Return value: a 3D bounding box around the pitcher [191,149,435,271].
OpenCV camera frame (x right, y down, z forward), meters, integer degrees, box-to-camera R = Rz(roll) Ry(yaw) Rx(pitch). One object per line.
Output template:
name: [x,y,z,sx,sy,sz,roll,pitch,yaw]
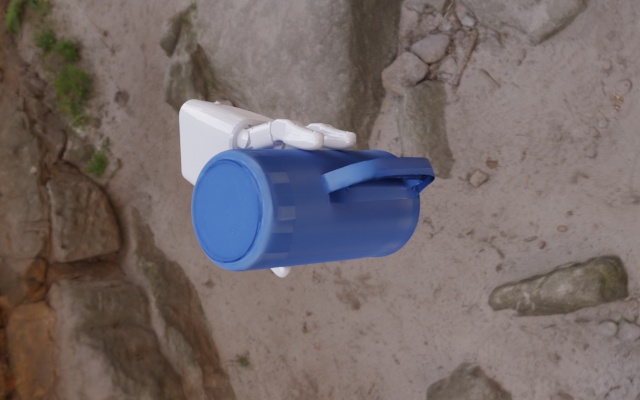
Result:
pitcher: [0.000,0.002,0.499,0.145,0.149,0.243,29,19,34]
